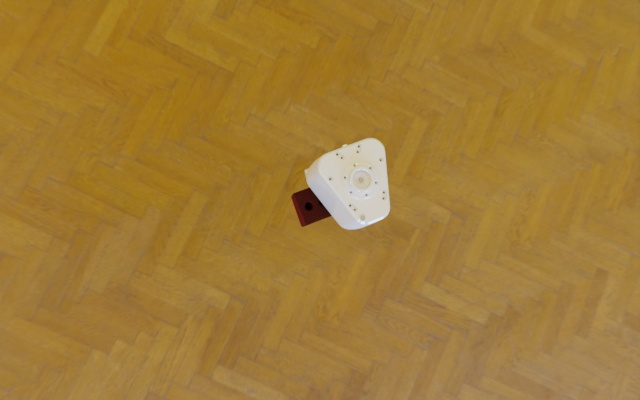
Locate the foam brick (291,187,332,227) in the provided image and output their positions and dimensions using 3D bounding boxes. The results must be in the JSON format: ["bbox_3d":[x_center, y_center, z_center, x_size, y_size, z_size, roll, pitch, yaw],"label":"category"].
[{"bbox_3d":[0.000,0.003,0.732,0.078,0.053,0.051,-21,-1,-9],"label":"foam brick"}]
